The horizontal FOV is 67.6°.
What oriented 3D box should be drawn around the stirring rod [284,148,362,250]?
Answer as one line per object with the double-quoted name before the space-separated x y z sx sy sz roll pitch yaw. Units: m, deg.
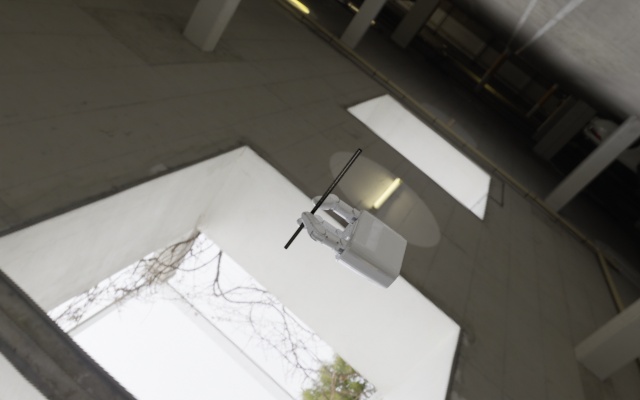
"stirring rod" 0.000 0.003 0.836 0.011 0.240 0.011 29 28 -17
